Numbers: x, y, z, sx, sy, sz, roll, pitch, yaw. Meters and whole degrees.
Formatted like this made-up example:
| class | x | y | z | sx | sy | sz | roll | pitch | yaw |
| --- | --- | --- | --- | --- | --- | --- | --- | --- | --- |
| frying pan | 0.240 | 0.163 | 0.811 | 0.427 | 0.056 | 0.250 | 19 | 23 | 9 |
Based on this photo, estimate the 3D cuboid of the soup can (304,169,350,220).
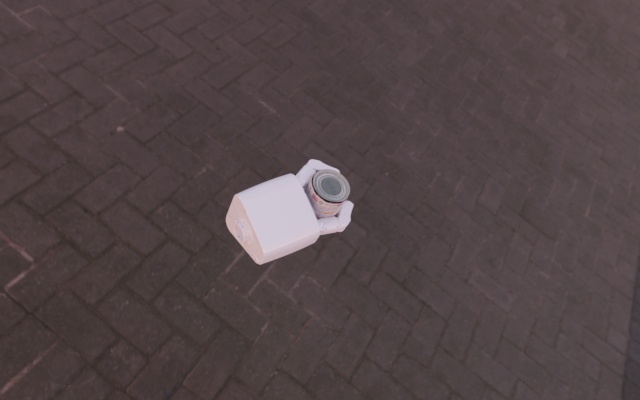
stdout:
| class | x | y | z | sx | sy | sz | roll | pitch | yaw |
| --- | --- | --- | --- | --- | --- | --- | --- | --- | --- |
| soup can | 0.001 | 0.002 | 0.801 | 0.068 | 0.068 | 0.102 | 0 | -33 | -24 |
